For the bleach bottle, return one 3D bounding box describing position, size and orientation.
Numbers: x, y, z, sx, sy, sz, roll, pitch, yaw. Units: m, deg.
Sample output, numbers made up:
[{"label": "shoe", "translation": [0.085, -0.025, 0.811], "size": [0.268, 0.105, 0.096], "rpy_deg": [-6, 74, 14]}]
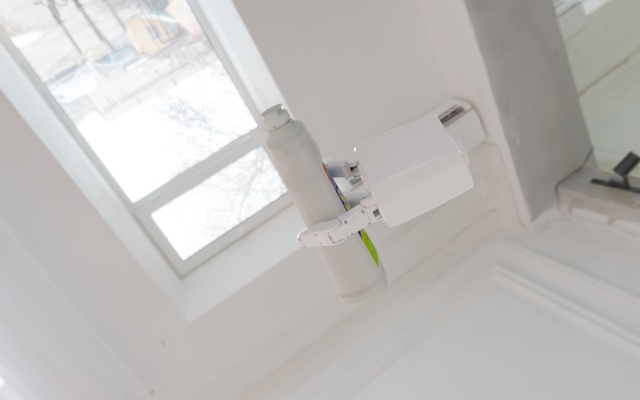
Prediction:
[{"label": "bleach bottle", "translation": [0.000, 0.002, 0.581], "size": [0.068, 0.251, 0.102], "rpy_deg": [-25, 24, 9]}]
